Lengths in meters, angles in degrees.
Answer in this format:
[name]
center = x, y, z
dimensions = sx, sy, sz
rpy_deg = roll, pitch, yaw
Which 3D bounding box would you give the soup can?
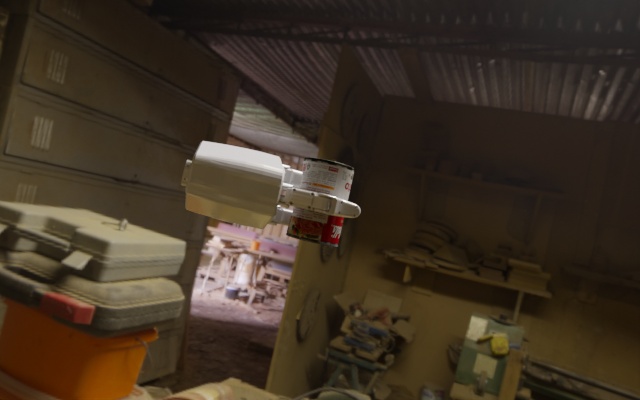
[soup can]
center = 0.001, 0.002, 0.609
dimensions = 0.068, 0.102, 0.068
rpy_deg = 13, -2, 0
